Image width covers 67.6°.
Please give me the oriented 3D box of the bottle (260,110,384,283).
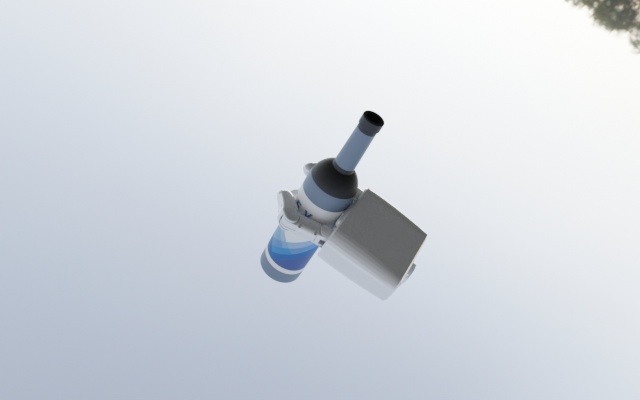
[{"bbox_3d":[0.000,0.002,0.634,0.069,0.069,0.296,0,-40,-33],"label":"bottle"}]
